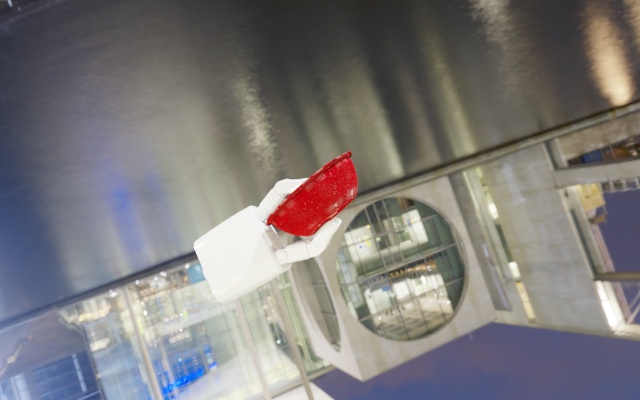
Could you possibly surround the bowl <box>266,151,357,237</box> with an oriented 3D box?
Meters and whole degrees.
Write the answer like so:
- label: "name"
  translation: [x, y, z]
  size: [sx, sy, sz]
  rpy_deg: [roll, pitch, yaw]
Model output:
- label: "bowl"
  translation: [0.001, 0.002, 0.687]
  size: [0.162, 0.055, 0.162]
  rpy_deg: [-41, -6, -5]
